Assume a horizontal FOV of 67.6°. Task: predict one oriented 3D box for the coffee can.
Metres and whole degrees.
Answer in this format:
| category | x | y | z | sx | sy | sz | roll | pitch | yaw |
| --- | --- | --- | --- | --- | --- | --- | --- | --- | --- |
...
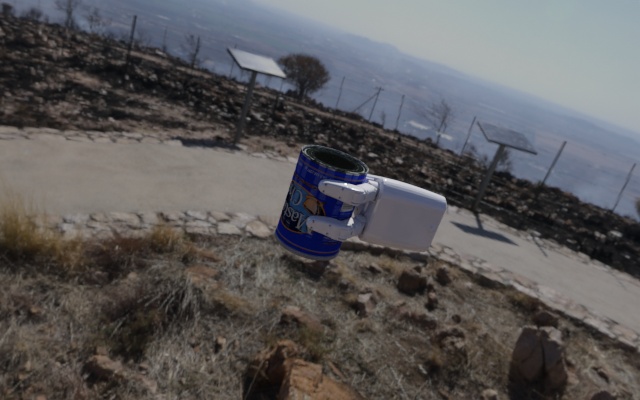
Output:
| category | x | y | z | sx | sy | sz | roll | pitch | yaw |
| --- | --- | --- | --- | --- | --- | --- | --- | --- | --- |
| coffee can | 0.000 | 0.002 | 0.702 | 0.103 | 0.140 | 0.102 | 17 | 20 | -6 |
